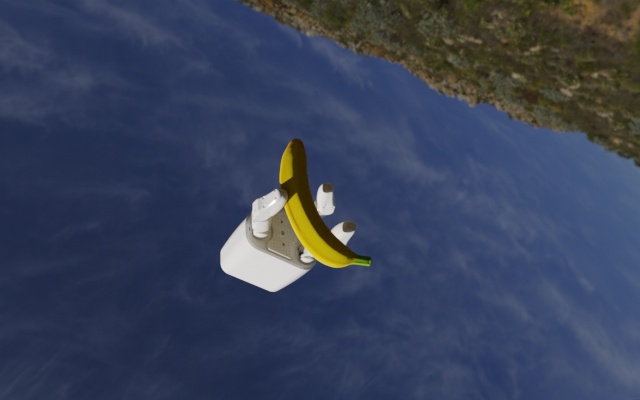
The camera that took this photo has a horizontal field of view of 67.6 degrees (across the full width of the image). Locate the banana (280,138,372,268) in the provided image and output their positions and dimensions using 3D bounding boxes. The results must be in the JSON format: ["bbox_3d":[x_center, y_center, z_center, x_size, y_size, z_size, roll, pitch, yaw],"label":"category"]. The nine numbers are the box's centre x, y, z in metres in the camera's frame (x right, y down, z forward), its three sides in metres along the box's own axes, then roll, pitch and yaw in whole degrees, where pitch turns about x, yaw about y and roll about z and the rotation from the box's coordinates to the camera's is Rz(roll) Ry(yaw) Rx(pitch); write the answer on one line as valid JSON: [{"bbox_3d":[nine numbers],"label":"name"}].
[{"bbox_3d":[-0.013,0.009,0.609,0.069,0.197,0.037,-17,-19,-37],"label":"banana"}]
